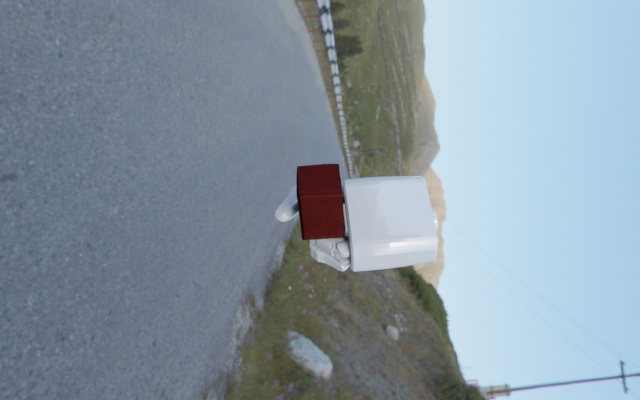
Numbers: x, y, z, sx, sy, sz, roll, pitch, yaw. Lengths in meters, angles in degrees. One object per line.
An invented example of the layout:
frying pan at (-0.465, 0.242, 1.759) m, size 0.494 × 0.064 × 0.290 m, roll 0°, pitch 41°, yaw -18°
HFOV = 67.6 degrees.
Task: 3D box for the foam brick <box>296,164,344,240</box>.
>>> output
foam brick at (0.000, 0.002, 0.568) m, size 0.051 × 0.053 × 0.078 m, roll -4°, pitch -45°, yaw 1°
